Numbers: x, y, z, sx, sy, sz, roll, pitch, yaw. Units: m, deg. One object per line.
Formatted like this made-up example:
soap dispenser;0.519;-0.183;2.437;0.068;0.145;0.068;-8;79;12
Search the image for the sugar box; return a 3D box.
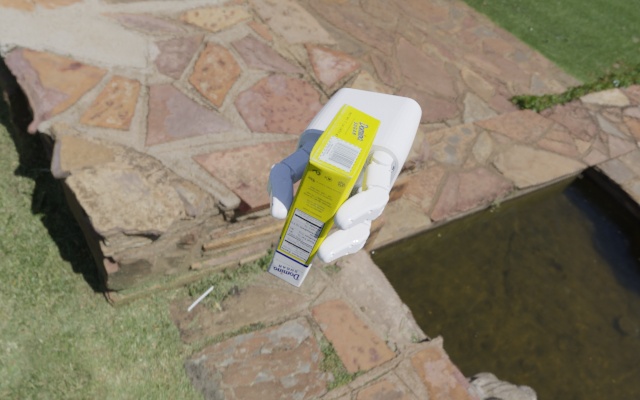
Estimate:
sugar box;0.001;0.002;0.476;0.048;0.176;0.093;26;47;5
